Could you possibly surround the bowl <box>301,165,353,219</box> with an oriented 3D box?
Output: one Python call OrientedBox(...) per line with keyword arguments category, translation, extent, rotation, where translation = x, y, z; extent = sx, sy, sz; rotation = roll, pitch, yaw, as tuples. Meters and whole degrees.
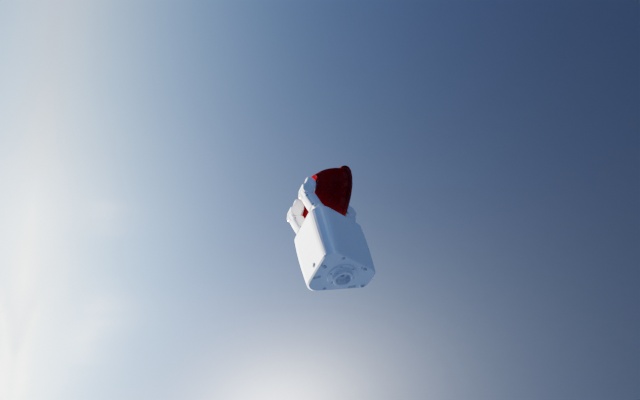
OrientedBox(category="bowl", translation=(0.000, 0.002, 0.897), extent=(0.055, 0.162, 0.162), rotation=(18, -5, -17))
